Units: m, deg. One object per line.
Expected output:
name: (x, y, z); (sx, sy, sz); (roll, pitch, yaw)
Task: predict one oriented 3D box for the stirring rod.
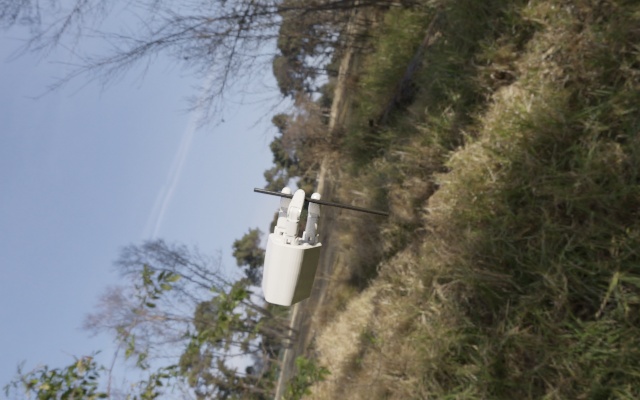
stirring rod: (0.000, 0.003, 0.839); (0.239, 0.011, 0.011); (11, 1, 4)
